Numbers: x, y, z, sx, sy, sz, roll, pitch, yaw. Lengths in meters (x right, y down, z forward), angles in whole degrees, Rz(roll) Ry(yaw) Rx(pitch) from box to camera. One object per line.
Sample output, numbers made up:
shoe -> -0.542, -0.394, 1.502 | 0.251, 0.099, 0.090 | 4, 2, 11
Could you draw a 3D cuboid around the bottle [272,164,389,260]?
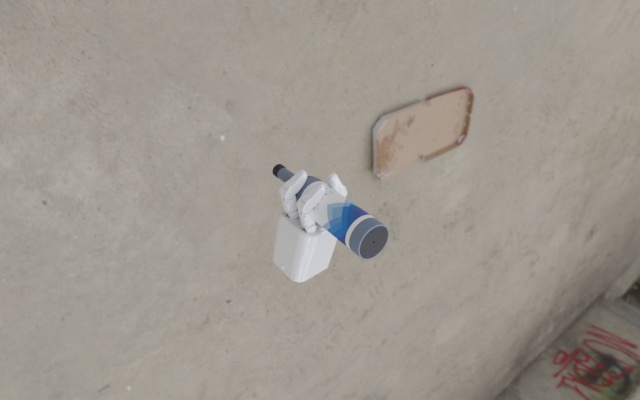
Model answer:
bottle -> 0.000, 0.003, 0.873 | 0.069, 0.069, 0.295 | 0, 26, -41
